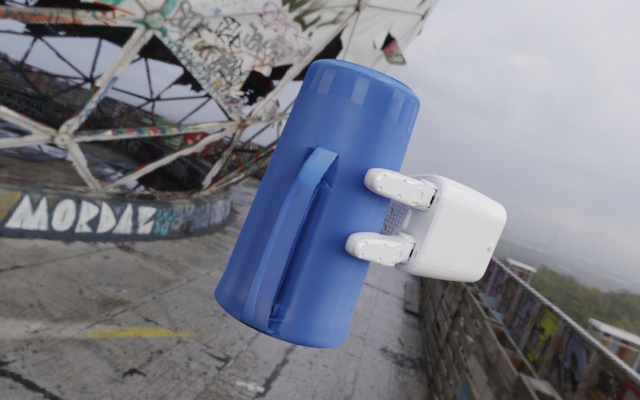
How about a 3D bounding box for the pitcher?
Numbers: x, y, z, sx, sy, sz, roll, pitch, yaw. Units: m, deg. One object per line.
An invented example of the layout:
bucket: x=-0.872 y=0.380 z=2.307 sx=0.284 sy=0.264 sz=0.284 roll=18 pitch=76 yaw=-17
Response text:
pitcher: x=0.000 y=0.001 z=0.436 sx=0.145 sy=0.243 sz=0.149 roll=17 pitch=6 yaw=-33
